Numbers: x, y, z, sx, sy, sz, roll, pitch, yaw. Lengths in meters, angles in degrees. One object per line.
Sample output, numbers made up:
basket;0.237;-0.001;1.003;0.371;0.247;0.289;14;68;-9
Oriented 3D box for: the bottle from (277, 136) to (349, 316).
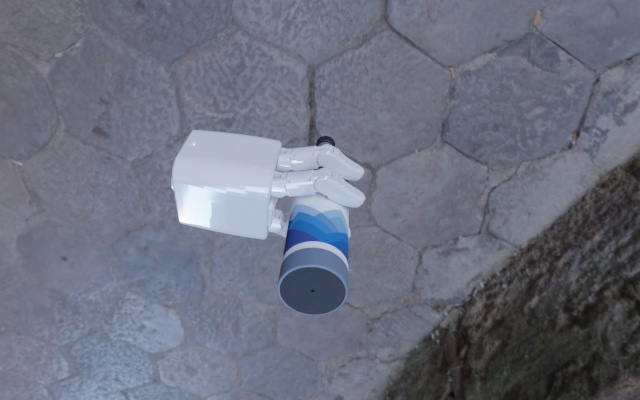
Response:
bottle;0.000;0.002;0.565;0.069;0.069;0.295;0;34;4
